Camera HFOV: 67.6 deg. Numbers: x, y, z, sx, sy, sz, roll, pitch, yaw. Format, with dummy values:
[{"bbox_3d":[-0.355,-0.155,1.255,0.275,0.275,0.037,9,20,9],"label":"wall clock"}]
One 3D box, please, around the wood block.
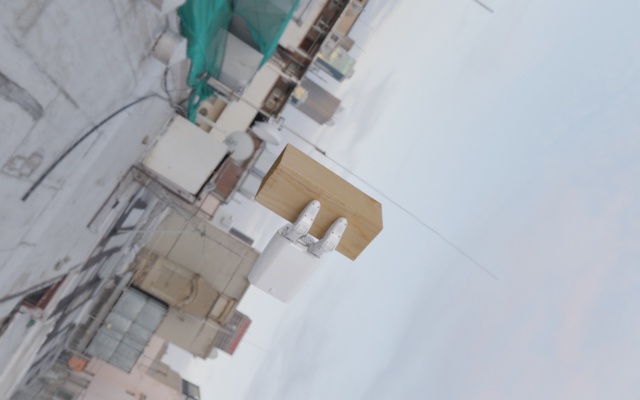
[{"bbox_3d":[0.000,0.003,0.837,0.206,0.090,0.090,33,26,-12],"label":"wood block"}]
